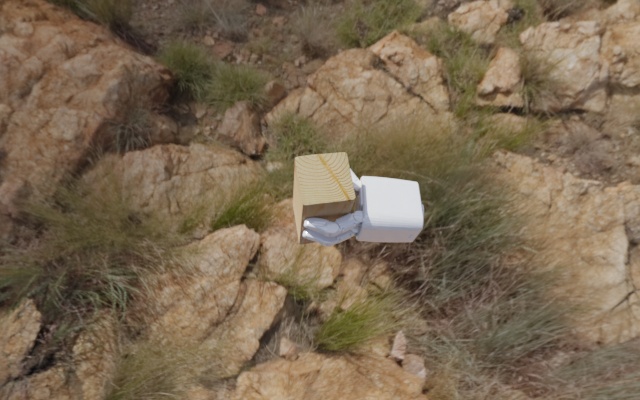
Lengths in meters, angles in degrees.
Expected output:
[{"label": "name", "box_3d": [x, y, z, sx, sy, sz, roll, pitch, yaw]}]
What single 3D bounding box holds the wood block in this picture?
[{"label": "wood block", "box_3d": [0.000, 0.002, 0.875, 0.090, 0.090, 0.206, -7, -23, -7]}]
